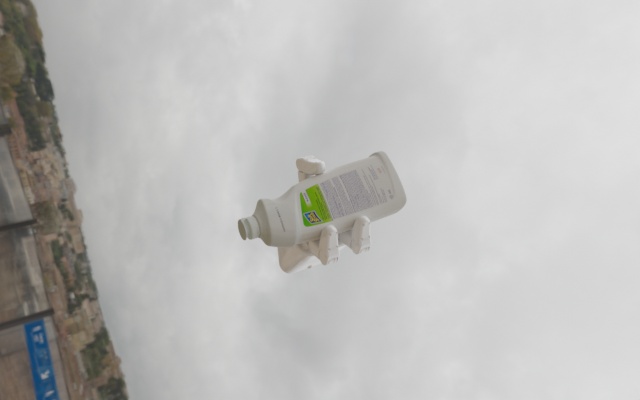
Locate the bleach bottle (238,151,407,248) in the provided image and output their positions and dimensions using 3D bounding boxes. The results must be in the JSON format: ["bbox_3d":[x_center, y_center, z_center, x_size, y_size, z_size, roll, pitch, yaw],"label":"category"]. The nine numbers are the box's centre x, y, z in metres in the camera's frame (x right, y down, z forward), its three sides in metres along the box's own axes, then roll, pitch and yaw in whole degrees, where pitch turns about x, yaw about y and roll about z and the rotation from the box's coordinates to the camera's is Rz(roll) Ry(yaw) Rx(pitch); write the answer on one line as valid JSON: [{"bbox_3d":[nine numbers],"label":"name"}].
[{"bbox_3d":[0.000,0.002,0.688,0.251,0.102,0.068,-15,-18,-28],"label":"bleach bottle"}]
